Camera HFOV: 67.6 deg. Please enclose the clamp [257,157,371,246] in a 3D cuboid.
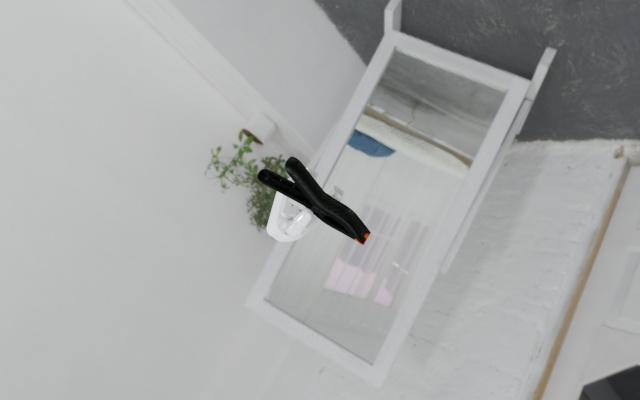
[{"bbox_3d":[0.000,0.004,0.765,0.210,0.036,0.164,35,-15,-10],"label":"clamp"}]
